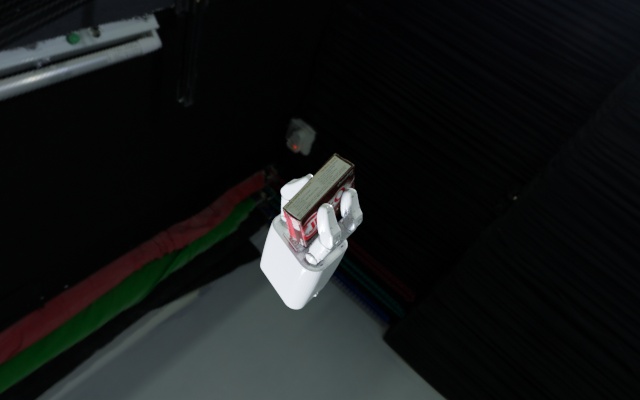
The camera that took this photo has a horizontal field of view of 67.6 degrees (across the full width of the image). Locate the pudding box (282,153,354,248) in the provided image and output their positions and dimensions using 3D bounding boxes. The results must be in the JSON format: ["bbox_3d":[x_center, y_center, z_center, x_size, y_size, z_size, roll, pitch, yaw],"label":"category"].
[{"bbox_3d":[0.000,0.002,0.666,0.039,0.113,0.090,35,-20,19],"label":"pudding box"}]
